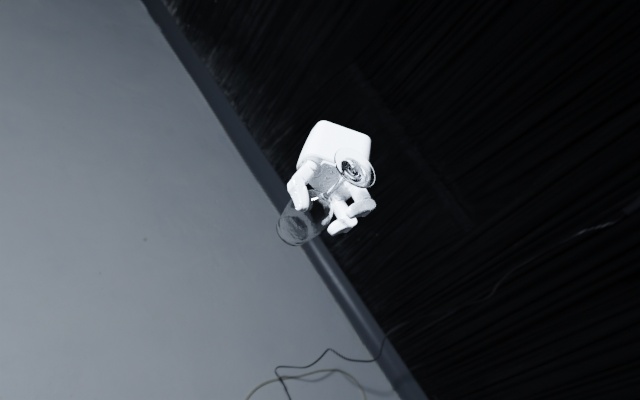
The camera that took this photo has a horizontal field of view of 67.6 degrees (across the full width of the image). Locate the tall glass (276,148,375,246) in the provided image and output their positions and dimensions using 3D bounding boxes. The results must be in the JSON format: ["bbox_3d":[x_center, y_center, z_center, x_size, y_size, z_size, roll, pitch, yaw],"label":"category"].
[{"bbox_3d":[0.000,0.002,0.783,0.079,0.079,0.201,0,-32,-38],"label":"tall glass"}]
